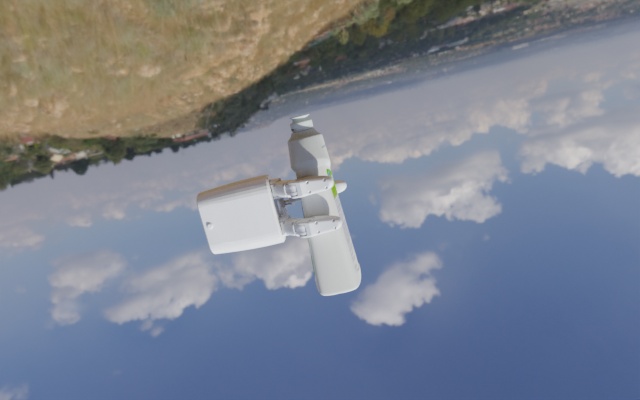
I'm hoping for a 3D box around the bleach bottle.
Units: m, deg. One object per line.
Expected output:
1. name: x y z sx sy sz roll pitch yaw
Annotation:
1. bleach bottle: 0.000 0.002 0.686 0.068 0.251 0.102 -13 11 4
